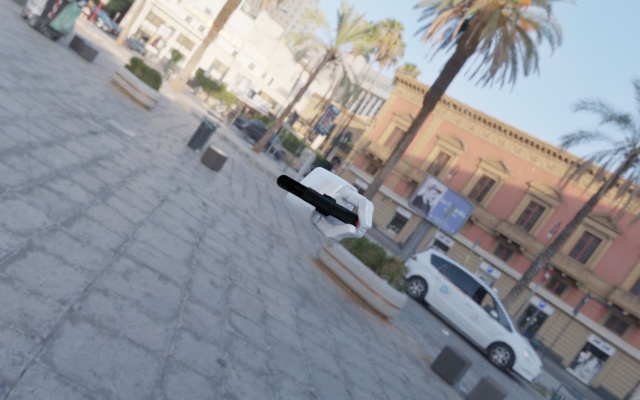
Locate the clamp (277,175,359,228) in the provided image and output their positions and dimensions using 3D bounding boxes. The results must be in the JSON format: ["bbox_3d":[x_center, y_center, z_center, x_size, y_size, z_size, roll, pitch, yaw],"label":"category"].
[{"bbox_3d":[0.001,0.002,0.863,0.171,0.039,0.120,33,3,-41],"label":"clamp"}]
